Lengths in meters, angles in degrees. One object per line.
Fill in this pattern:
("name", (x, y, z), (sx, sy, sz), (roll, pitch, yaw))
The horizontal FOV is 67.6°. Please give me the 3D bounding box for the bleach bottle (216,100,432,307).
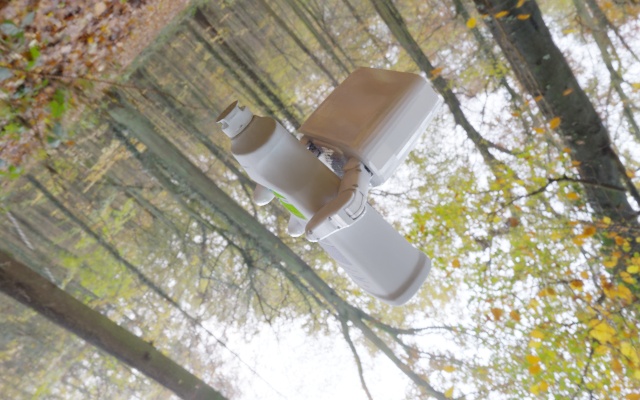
("bleach bottle", (0.000, 0.002, 0.474), (0.251, 0.068, 0.102), (45, -14, -25))
